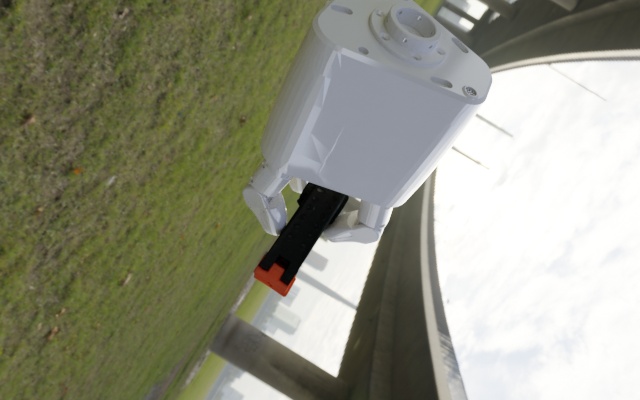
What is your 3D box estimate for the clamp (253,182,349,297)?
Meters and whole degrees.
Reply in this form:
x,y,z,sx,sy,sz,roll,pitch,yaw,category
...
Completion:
x,y,z,sx,sy,sz,roll,pitch,yaw,category
0.001,0.002,0.413,0.036,0.210,0.165,33,-39,-1,clamp
